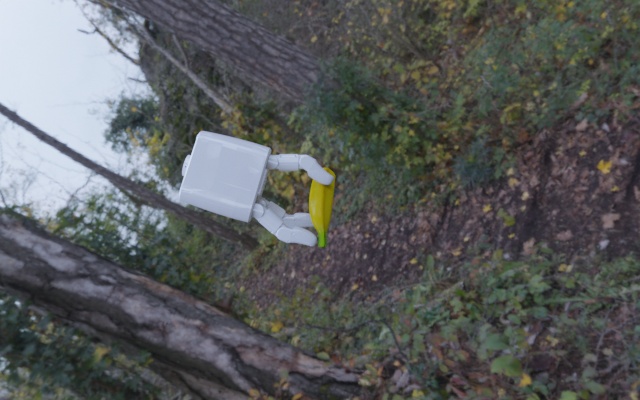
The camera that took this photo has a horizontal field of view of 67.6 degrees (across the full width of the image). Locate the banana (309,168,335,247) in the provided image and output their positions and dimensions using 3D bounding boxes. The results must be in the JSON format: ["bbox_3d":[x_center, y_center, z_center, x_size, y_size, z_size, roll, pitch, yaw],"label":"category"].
[{"bbox_3d":[0.002,-0.011,0.757,0.037,0.070,0.197,9,32,0],"label":"banana"}]
